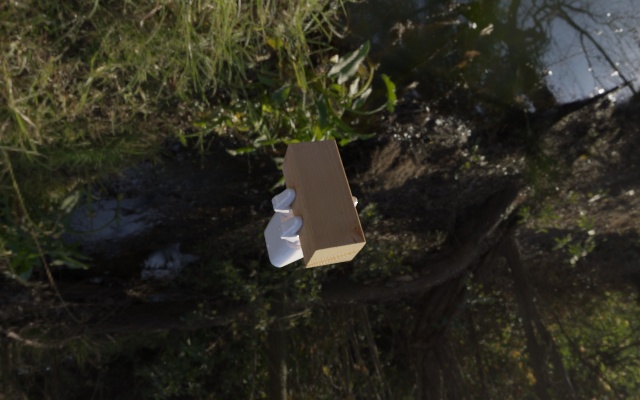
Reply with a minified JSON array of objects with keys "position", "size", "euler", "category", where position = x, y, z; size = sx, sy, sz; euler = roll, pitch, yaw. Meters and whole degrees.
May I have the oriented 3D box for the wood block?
[{"position":[0.000,0.003,0.856],"size":[0.091,0.206,0.090],"euler":[-7,-25,-18],"category":"wood block"}]
